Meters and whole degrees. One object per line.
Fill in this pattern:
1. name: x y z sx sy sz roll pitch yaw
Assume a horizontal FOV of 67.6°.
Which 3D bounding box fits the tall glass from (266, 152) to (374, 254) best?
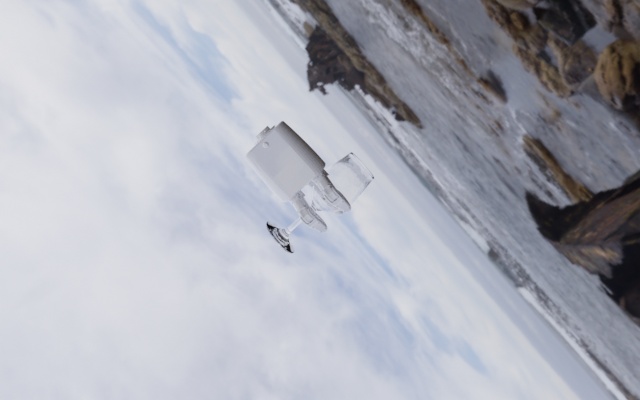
1. tall glass: 0.000 0.003 0.849 0.201 0.079 0.079 -41 -9 10
